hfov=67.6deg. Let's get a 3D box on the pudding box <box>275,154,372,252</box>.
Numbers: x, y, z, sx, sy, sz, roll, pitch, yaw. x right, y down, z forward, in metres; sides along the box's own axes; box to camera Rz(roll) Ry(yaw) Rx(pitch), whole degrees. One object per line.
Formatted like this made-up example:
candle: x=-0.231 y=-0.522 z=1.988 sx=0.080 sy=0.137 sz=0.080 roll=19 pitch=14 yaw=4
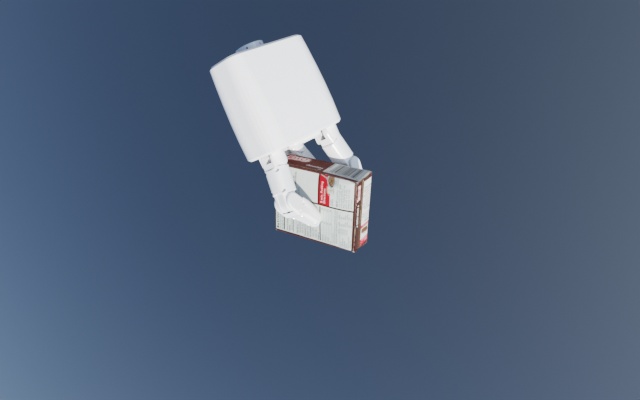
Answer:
pudding box: x=0.000 y=0.002 z=0.555 sx=0.113 sy=0.090 sz=0.039 roll=15 pitch=28 yaw=29
